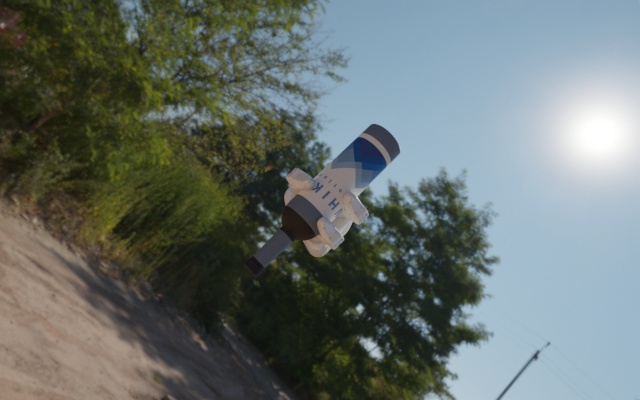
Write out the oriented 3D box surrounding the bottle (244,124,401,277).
[{"bbox_3d":[0.000,0.002,0.728,0.295,0.069,0.069,-44,13,-14],"label":"bottle"}]
